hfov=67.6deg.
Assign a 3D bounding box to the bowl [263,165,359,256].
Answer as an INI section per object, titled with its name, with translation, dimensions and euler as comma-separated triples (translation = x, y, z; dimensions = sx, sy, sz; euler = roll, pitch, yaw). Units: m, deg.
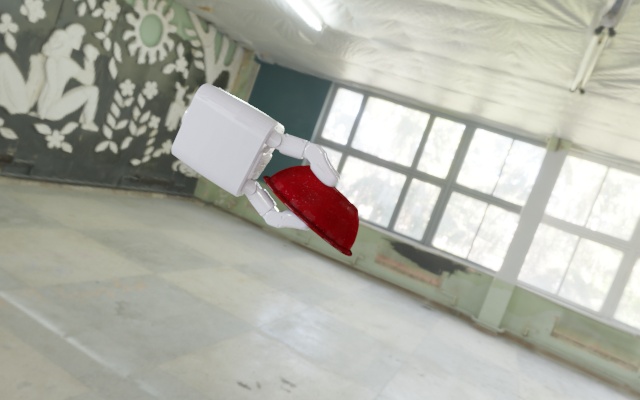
[bowl]
translation = 0.001, 0.003, 0.650
dimensions = 0.162, 0.055, 0.162
euler = 42, 4, -4
